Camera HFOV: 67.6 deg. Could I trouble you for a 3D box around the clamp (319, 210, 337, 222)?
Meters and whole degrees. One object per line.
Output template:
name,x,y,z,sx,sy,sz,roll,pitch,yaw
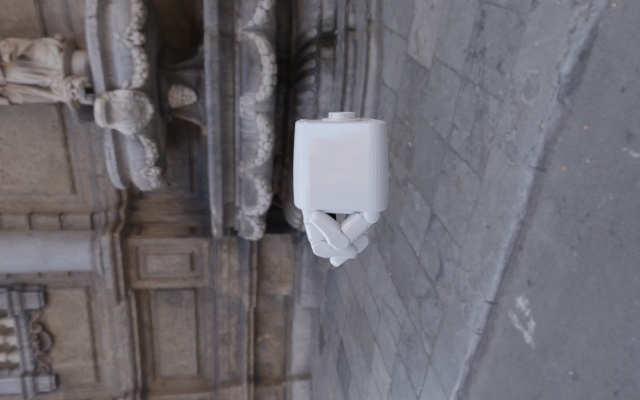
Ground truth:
clamp,0.000,0.002,0.698,0.039,0.120,0.171,-5,11,-9
